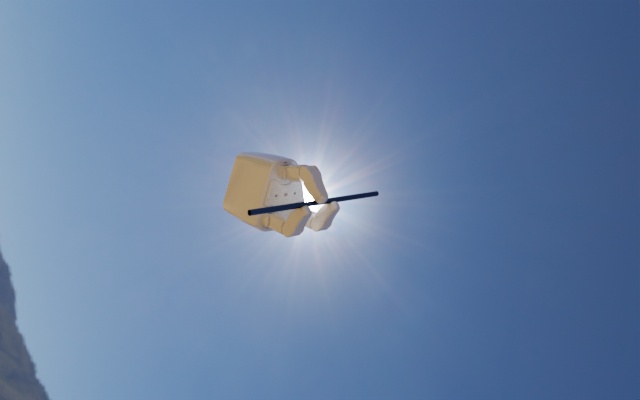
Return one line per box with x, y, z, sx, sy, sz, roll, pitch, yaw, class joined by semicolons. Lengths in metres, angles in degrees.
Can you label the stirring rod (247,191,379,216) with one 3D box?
0.000;0.002;0.676;0.239;0.011;0.011;-8;6;-42;stirring rod
